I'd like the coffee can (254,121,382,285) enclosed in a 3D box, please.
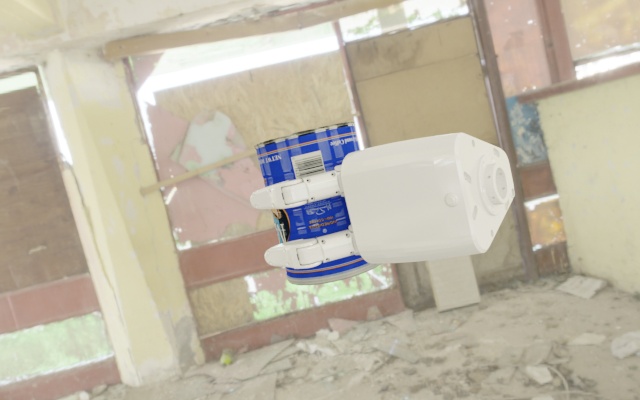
[{"bbox_3d":[0.000,0.002,0.480,0.103,0.140,0.103,-13,5,1],"label":"coffee can"}]
